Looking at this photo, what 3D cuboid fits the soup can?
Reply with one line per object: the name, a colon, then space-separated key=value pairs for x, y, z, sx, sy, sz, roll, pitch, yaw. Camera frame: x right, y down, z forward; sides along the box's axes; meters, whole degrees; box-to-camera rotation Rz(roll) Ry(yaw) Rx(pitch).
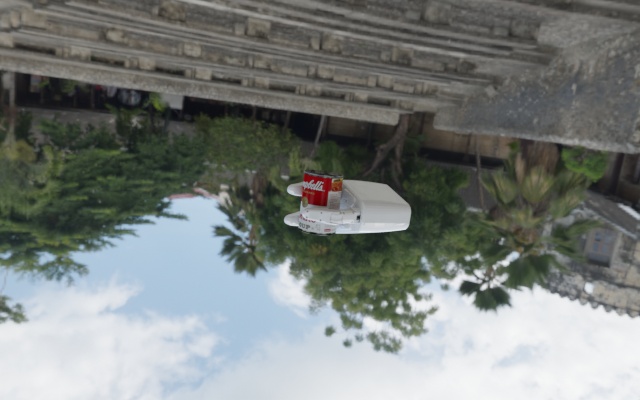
soup can: x=0.000 y=0.003 z=0.819 sx=0.068 sy=0.102 sz=0.068 roll=7 pitch=10 yaw=-1
